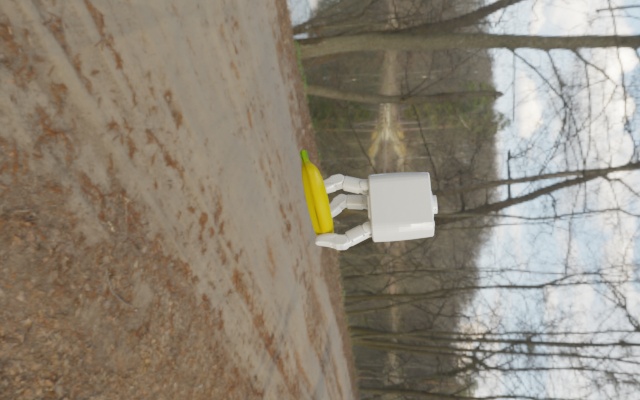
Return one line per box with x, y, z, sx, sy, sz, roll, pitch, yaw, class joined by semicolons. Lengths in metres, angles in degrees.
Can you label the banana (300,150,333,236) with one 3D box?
-0.001;0.011;0.831;0.037;0.198;0.069;-8;34;7;banana
